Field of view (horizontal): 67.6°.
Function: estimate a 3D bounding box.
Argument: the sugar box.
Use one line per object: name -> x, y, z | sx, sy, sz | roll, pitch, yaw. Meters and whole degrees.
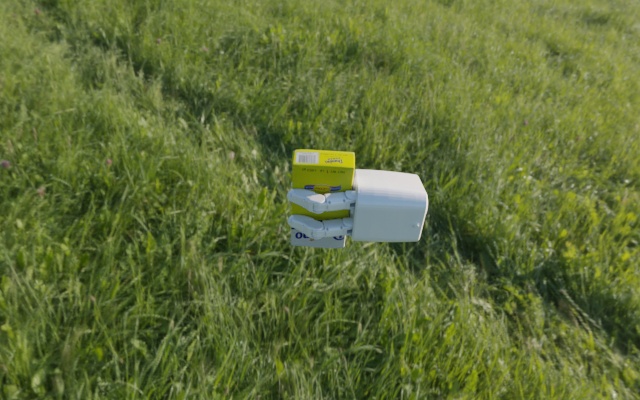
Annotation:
sugar box -> 0.000, 0.003, 0.756 | 0.093, 0.176, 0.048 | 3, 40, 0
